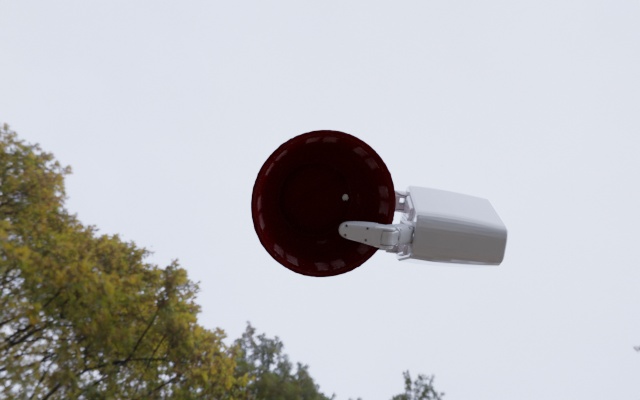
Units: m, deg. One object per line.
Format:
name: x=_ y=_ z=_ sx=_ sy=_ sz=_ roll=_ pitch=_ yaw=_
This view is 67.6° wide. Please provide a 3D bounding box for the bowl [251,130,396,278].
bowl: x=-0.001 y=0.001 z=0.539 sx=0.162 sy=0.162 sz=0.055 roll=0 pitch=8 yaw=-13
